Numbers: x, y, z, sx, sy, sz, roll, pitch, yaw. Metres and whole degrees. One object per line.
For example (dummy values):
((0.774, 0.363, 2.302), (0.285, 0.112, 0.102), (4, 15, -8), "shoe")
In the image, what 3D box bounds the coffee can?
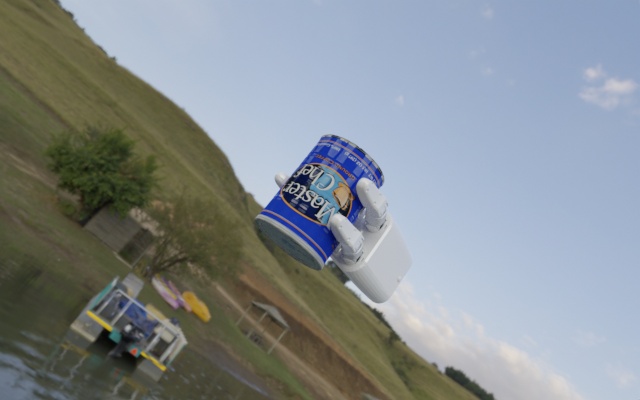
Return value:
((0.000, 0.002, 0.604), (0.103, 0.140, 0.103), (34, -17, 12), "coffee can")
